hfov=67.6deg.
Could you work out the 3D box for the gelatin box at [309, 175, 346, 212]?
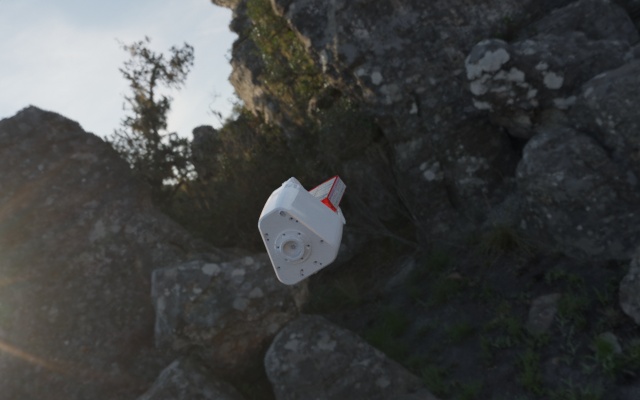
[{"bbox_3d":[0.000,0.002,0.802,0.073,0.030,0.089,-30,18,27],"label":"gelatin box"}]
